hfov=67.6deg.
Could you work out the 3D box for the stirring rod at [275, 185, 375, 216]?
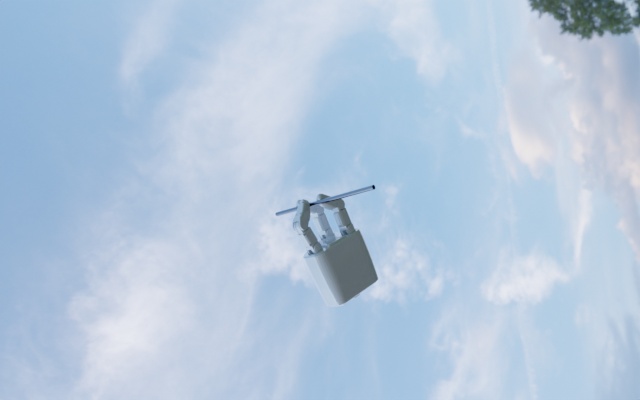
[{"bbox_3d":[0.000,0.003,0.839,0.239,0.011,0.011,-16,-11,43],"label":"stirring rod"}]
